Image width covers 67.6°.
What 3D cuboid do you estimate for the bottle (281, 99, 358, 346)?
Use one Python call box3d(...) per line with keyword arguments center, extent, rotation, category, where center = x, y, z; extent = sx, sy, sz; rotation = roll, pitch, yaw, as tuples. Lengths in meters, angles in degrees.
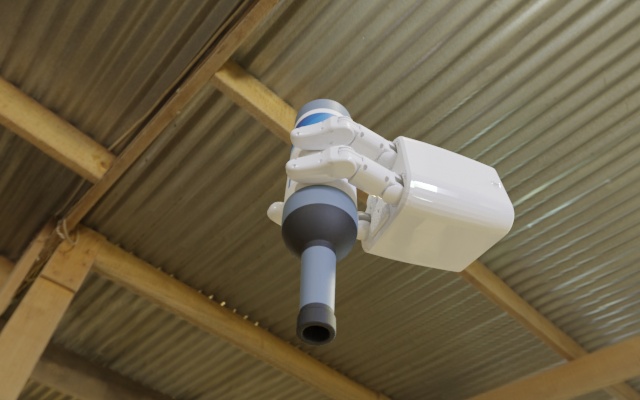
box3d(center=(0.000, 0.001, 0.441), extent=(0.069, 0.069, 0.295), rotation=(0, 38, 2), category="bottle")
